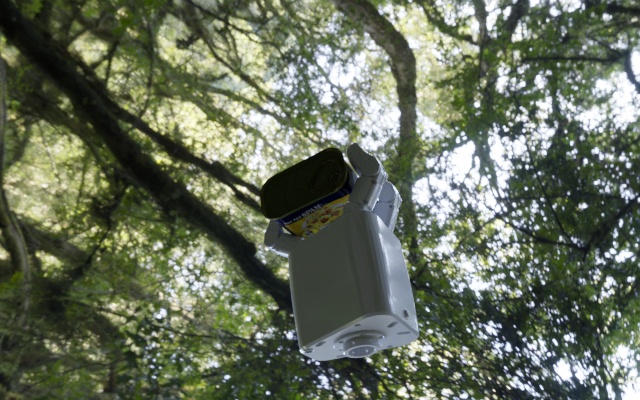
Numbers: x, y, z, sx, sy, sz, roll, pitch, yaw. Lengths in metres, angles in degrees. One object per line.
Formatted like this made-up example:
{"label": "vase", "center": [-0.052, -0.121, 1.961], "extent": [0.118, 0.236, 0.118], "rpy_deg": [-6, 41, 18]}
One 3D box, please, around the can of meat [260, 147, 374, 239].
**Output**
{"label": "can of meat", "center": [0.000, 0.002, 0.521], "extent": [0.102, 0.057, 0.084], "rpy_deg": [-26, -40, 17]}
